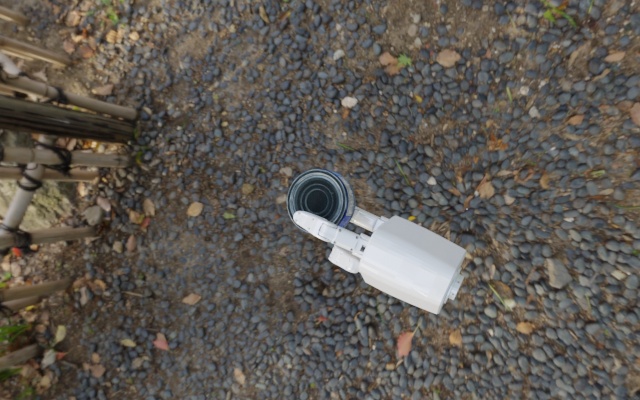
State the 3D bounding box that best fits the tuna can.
[{"bbox_3d":[0.000,0.002,0.619,0.086,0.086,0.034,0,-3,22],"label":"tuna can"}]
